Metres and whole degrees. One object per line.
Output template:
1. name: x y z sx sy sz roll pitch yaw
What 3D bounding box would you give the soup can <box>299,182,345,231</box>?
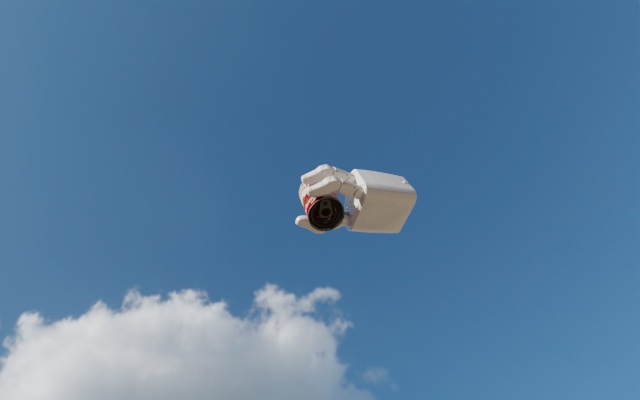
1. soup can: 0.000 0.003 0.895 0.068 0.068 0.102 0 27 -14
